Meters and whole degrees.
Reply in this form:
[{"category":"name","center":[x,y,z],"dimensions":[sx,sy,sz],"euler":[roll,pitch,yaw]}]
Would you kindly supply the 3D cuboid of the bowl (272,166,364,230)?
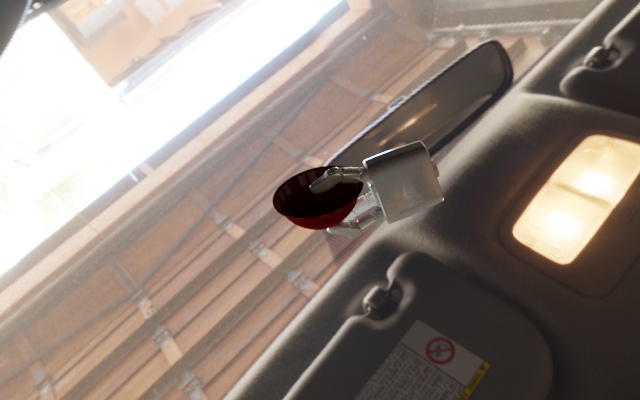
[{"category":"bowl","center":[-0.001,0.003,0.838],"dimensions":[0.162,0.055,0.162],"euler":[-11,33,7]}]
